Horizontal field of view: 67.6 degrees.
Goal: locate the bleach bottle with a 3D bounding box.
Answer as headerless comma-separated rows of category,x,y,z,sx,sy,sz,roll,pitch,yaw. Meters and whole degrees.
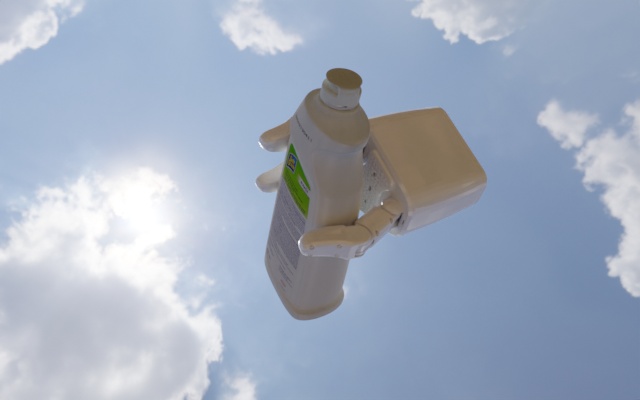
bleach bottle,0.000,0.001,0.438,0.068,0.251,0.102,-16,52,-27
